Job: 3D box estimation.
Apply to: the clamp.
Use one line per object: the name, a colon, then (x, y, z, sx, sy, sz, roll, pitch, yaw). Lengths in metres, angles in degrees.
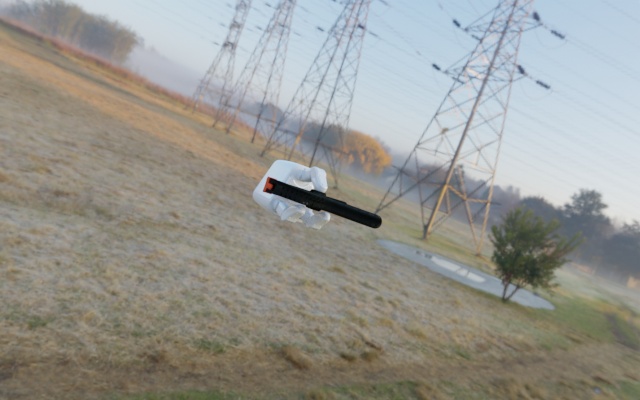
clamp: (0.000, 0.002, 0.863, 0.210, 0.036, 0.164, 18, 1, -30)
